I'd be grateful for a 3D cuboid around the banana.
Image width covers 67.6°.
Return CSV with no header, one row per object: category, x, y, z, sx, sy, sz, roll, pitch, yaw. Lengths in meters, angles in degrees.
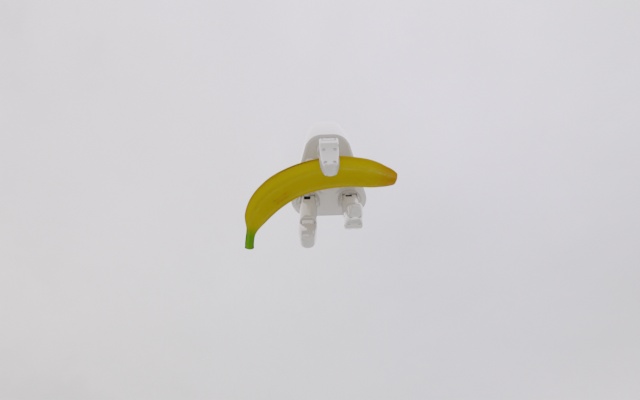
banana,-0.011,-0.013,0.561,0.198,0.069,0.037,-25,9,4
